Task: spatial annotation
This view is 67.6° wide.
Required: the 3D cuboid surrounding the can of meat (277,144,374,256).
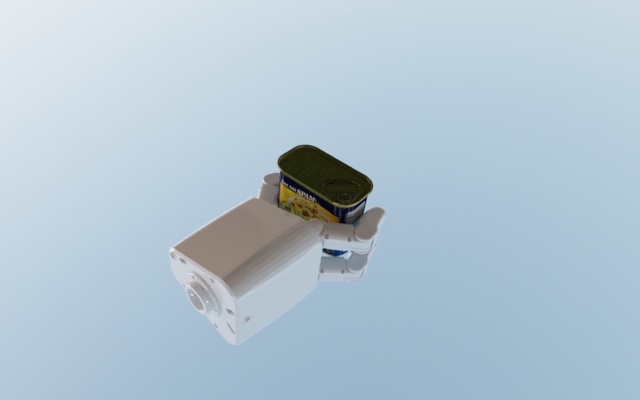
[{"bbox_3d":[0.000,0.002,0.517,0.102,0.084,0.057,32,47,24],"label":"can of meat"}]
